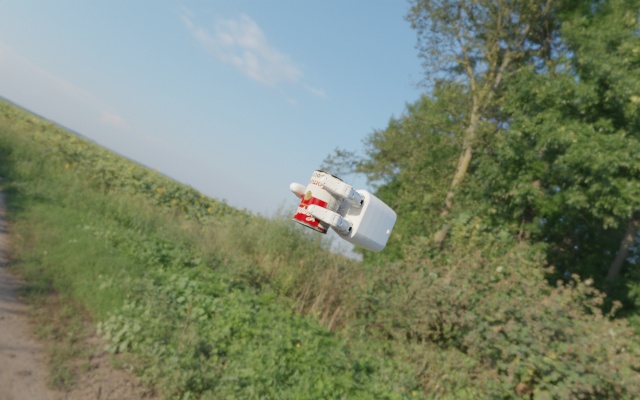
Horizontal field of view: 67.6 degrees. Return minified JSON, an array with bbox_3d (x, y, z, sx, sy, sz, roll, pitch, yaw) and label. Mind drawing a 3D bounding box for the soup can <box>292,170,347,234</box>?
[{"bbox_3d":[0.000,0.002,0.874,0.068,0.102,0.068,24,-5,2],"label":"soup can"}]
